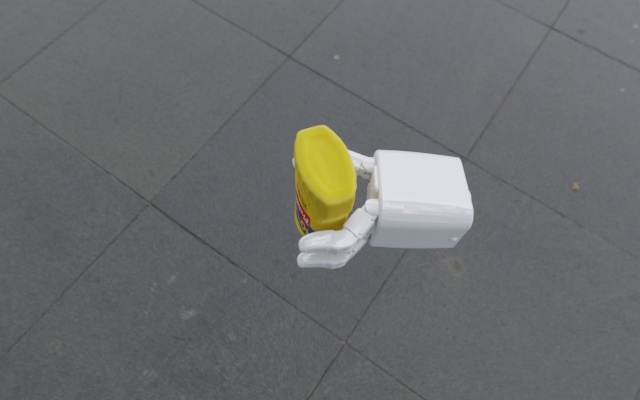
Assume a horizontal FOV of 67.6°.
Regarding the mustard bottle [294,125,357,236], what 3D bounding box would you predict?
[{"bbox_3d":[0.000,0.002,0.567,0.058,0.096,0.192,-18,-23,-11],"label":"mustard bottle"}]
